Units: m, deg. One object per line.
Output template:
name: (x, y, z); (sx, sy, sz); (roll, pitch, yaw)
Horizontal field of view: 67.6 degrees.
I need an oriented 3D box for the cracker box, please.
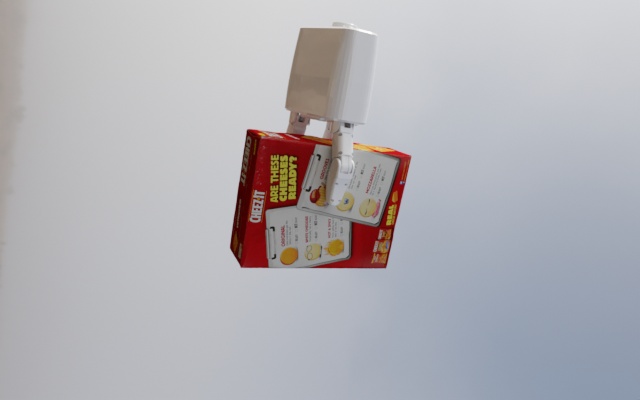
cracker box: (0.000, 0.002, 0.628); (0.214, 0.164, 0.072); (4, 14, -26)
